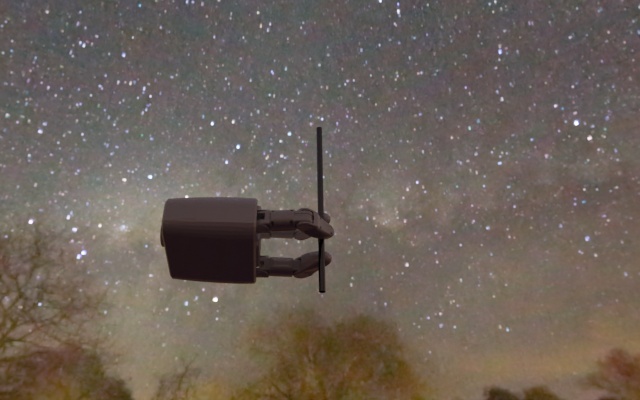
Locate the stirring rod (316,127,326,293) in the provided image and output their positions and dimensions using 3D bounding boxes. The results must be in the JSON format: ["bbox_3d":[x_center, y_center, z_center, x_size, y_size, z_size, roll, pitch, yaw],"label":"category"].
[{"bbox_3d":[0.000,0.002,0.612,0.011,0.239,0.011,-1,-30,0],"label":"stirring rod"}]
